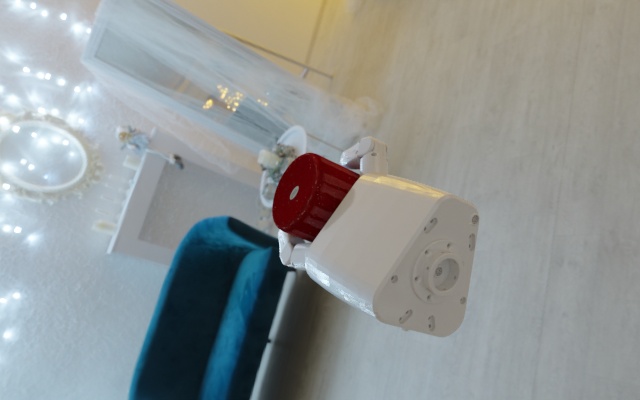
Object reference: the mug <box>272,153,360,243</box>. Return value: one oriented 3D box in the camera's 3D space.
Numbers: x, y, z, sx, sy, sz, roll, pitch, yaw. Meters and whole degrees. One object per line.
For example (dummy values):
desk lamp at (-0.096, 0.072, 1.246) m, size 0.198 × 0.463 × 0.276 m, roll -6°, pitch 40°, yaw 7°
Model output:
mug at (-0.001, 0.001, 0.487) m, size 0.081 × 0.093 × 0.117 m, roll 23°, pitch -2°, yaw -30°
